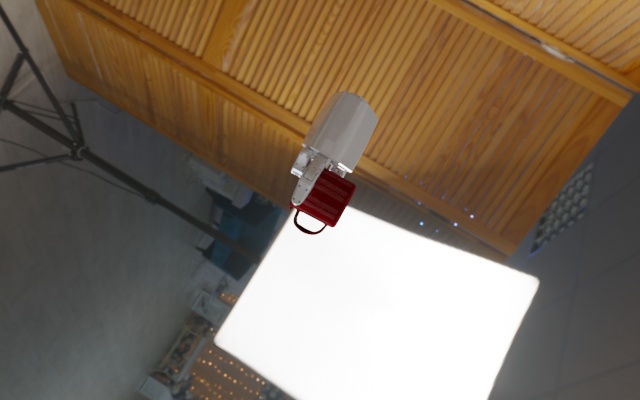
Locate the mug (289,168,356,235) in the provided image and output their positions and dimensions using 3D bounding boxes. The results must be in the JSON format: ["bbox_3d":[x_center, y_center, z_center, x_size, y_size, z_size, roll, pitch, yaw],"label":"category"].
[{"bbox_3d":[0.000,0.004,0.782,0.081,0.117,0.093,28,3,4],"label":"mug"}]
